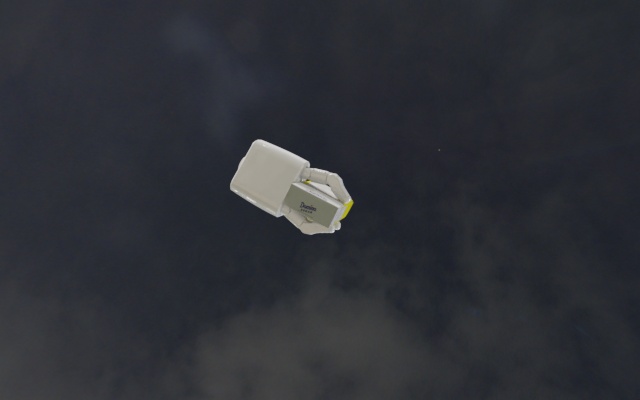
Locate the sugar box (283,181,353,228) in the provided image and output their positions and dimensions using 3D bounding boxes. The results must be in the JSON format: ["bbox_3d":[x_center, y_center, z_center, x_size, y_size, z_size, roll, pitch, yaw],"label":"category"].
[{"bbox_3d":[0.000,0.003,0.876,0.093,0.048,0.176,28,12,9],"label":"sugar box"}]
